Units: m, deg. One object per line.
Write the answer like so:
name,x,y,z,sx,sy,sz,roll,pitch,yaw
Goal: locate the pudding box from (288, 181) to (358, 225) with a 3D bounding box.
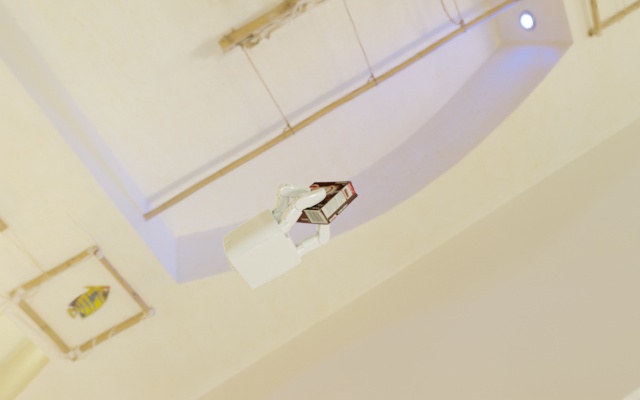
pudding box,0.000,0.003,0.886,0.090,0.039,0.113,-44,28,-29
